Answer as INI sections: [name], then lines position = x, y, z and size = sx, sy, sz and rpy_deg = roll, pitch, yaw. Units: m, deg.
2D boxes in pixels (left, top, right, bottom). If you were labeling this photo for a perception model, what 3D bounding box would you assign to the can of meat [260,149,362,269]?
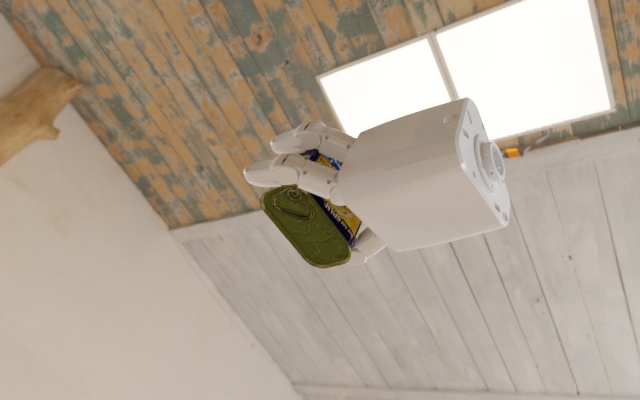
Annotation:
[can of meat]
position = 0.000, 0.001, 0.478
size = 0.057, 0.102, 0.084
rpy_deg = -20, 28, 37
